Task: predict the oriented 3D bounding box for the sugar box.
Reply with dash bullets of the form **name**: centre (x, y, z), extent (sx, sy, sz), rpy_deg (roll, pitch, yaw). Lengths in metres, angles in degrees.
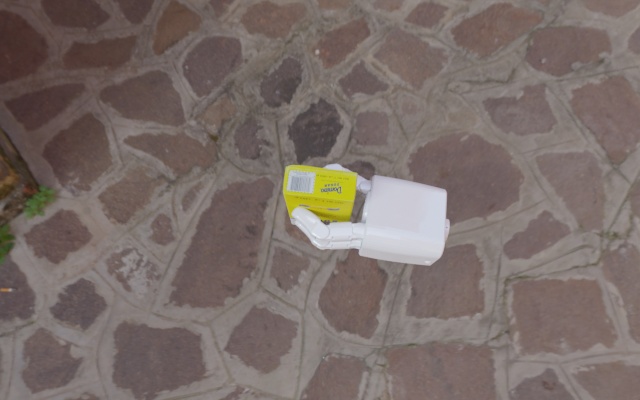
- **sugar box**: centre (0.000, 0.003, 0.682), extent (0.093, 0.048, 0.176), rpy_deg (7, -18, 3)
